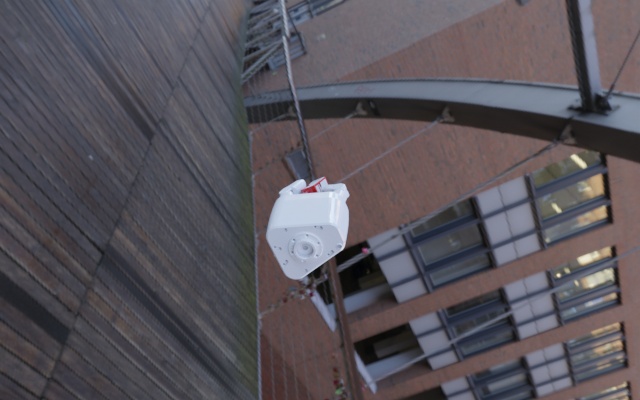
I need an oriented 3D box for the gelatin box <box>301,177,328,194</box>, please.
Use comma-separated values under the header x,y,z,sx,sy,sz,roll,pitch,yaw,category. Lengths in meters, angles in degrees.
x,y,z,sx,sy,sz,roll,pitch,yaw,category
0.001,0.003,0.851,0.030,0.073,0.089,-20,8,17,gelatin box
